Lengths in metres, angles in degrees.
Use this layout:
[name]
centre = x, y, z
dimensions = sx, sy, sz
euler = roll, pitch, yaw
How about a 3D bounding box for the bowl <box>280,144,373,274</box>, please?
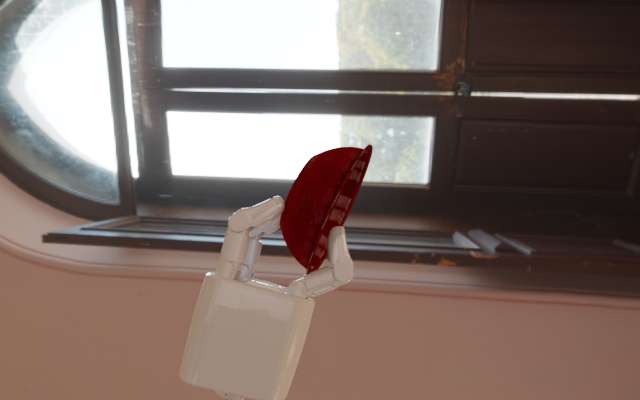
[bowl]
centre = 0.000, 0.000, 0.531
dimensions = 0.055, 0.162, 0.162
euler = 26, 4, 9
